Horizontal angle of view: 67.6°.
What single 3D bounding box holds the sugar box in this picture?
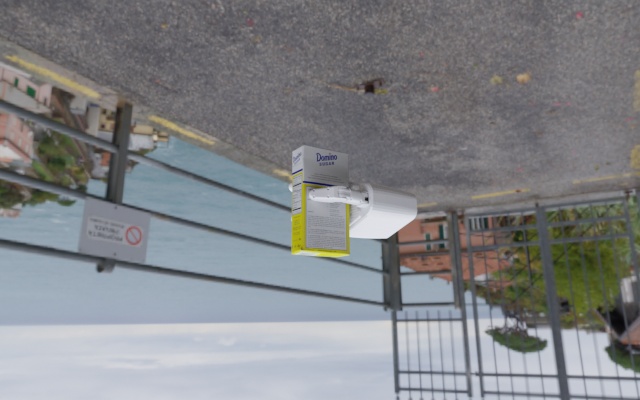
[{"bbox_3d":[0.000,0.003,0.794,0.093,0.176,0.048,8,-17,-31],"label":"sugar box"}]
